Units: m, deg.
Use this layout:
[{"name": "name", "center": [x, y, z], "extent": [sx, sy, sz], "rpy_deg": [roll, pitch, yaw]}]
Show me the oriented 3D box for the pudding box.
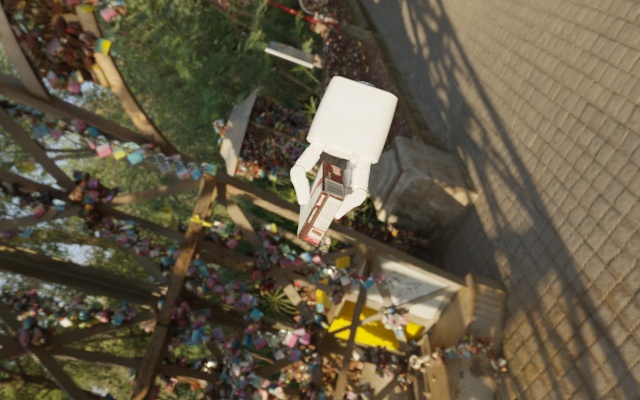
[{"name": "pudding box", "center": [0.000, 0.002, 0.736], "extent": [0.039, 0.090, 0.113], "rpy_deg": [23, 25, -9]}]
